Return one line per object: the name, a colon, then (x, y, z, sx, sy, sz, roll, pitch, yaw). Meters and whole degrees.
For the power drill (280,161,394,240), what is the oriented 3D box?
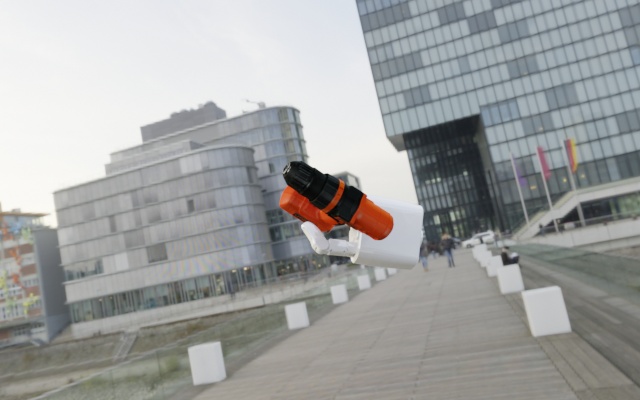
power drill: (0.000, 0.003, 0.743, 0.184, 0.057, 0.187, 33, -12, -18)
